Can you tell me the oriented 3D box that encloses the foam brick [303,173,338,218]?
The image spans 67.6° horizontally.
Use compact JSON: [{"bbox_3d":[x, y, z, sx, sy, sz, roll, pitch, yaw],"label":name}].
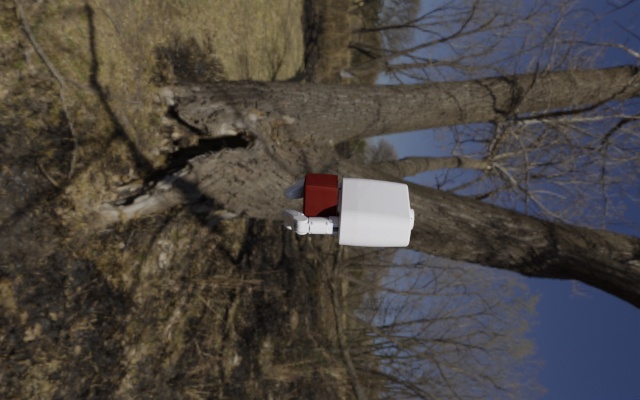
[{"bbox_3d":[0.000,0.002,0.736,0.051,0.078,0.053,4,25,2],"label":"foam brick"}]
